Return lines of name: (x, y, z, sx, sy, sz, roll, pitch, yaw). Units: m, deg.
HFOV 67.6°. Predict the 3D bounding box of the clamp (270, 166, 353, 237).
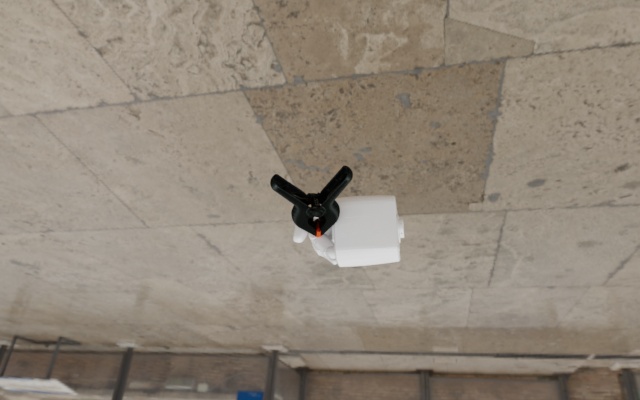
clamp: (0.000, 0.003, 0.752, 0.120, 0.039, 0.172, -7, -31, 10)
